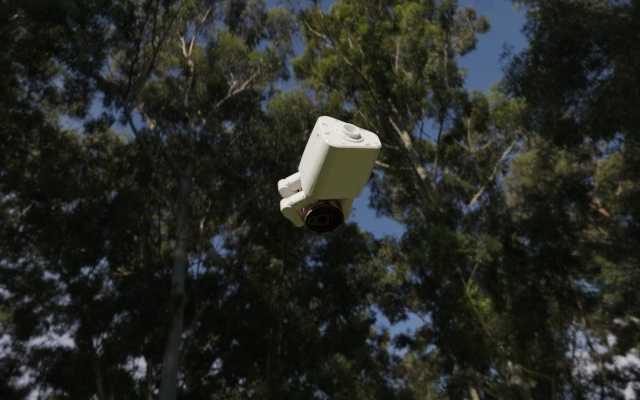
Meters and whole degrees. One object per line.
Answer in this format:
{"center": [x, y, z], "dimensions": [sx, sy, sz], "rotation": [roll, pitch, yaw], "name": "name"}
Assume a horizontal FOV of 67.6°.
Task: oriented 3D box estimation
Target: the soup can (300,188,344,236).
{"center": [0.000, 0.003, 0.843], "dimensions": [0.068, 0.069, 0.102], "rotation": [0, 39, -10], "name": "soup can"}
